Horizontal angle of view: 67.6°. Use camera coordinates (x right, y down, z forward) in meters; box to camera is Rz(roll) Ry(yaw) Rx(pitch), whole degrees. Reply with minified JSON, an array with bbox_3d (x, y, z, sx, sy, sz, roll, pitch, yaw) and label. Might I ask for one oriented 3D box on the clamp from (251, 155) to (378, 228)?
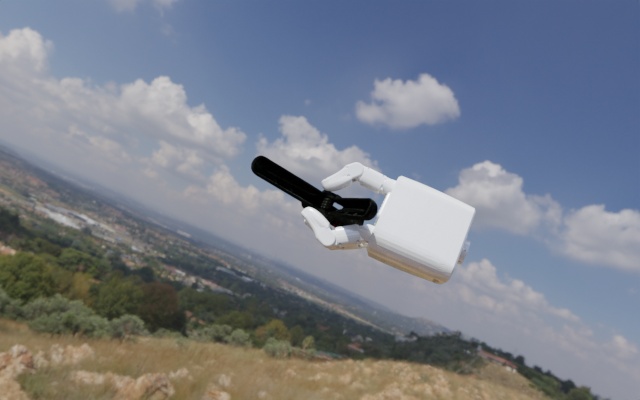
[{"bbox_3d":[0.001,0.002,0.641,0.164,0.036,0.210,25,-8,12],"label":"clamp"}]
